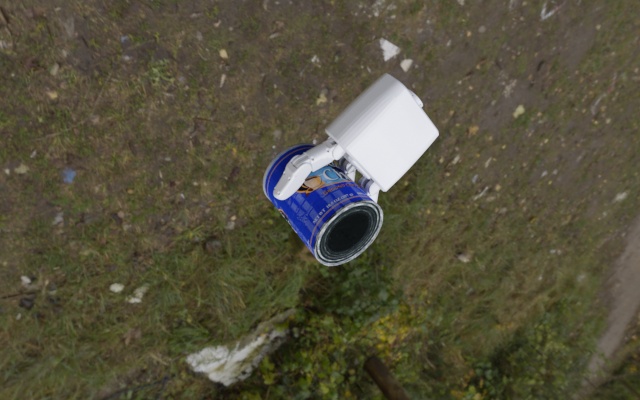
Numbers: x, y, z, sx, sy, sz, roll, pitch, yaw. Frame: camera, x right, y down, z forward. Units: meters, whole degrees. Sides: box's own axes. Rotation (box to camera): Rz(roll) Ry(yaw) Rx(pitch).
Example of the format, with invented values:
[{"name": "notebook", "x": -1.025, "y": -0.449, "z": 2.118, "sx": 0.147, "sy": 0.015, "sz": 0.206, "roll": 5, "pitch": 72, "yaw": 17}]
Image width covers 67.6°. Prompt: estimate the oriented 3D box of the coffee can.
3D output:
[{"name": "coffee can", "x": 0.000, "y": 0.002, "z": 0.633, "sx": 0.103, "sy": 0.103, "sz": 0.140, "roll": 0, "pitch": 35, "yaw": -40}]
